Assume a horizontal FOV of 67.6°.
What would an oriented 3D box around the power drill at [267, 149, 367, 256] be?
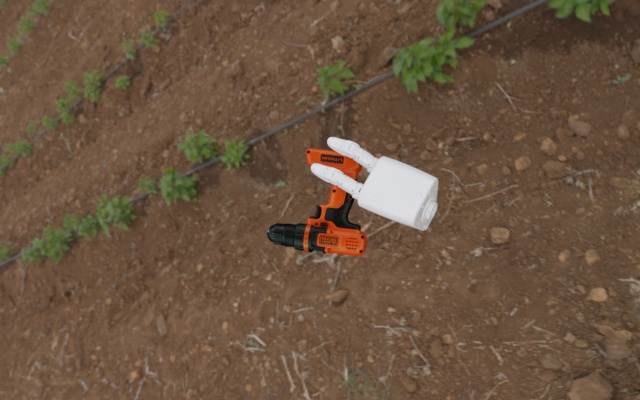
[{"bbox_3d":[0.000,0.002,0.874,0.184,0.187,0.057,7,0,7],"label":"power drill"}]
